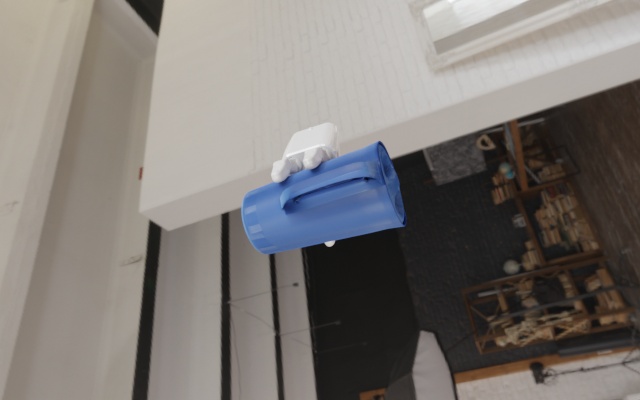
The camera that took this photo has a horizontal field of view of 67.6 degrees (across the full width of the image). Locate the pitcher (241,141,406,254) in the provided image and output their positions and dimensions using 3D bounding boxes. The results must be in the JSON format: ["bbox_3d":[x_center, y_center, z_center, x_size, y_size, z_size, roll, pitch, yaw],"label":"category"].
[{"bbox_3d":[0.000,0.002,0.739,0.243,0.149,0.145,-17,29,17],"label":"pitcher"}]
